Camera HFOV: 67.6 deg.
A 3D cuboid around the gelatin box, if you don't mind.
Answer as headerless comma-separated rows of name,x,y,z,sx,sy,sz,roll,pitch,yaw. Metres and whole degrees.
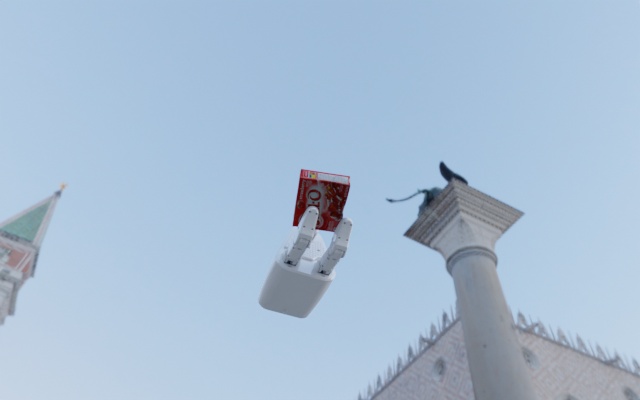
gelatin box,0.000,0.002,0.699,0.073,0.089,0.030,9,33,-4
